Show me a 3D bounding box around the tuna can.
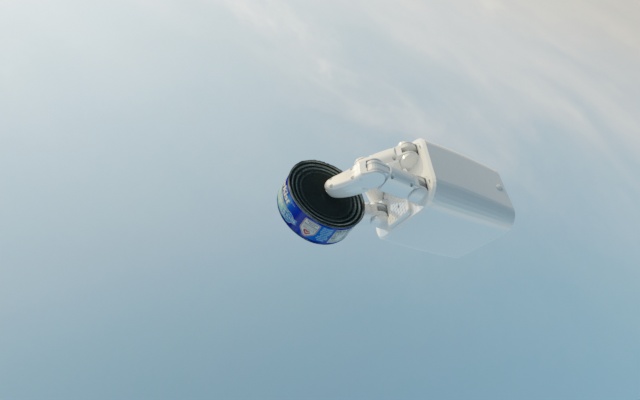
[{"bbox_3d":[0.000,0.002,0.481,0.086,0.086,0.034,0,-37,-35],"label":"tuna can"}]
